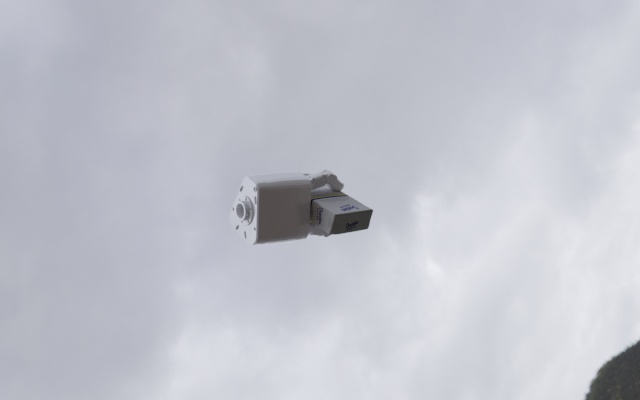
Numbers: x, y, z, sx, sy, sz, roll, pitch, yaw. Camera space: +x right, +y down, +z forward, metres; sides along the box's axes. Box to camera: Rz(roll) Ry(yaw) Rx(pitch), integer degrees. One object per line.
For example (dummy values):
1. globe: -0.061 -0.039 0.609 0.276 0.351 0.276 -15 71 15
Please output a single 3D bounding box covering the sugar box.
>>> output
1. sugar box: 0.000 0.003 0.863 0.093 0.048 0.176 -6 30 -40
